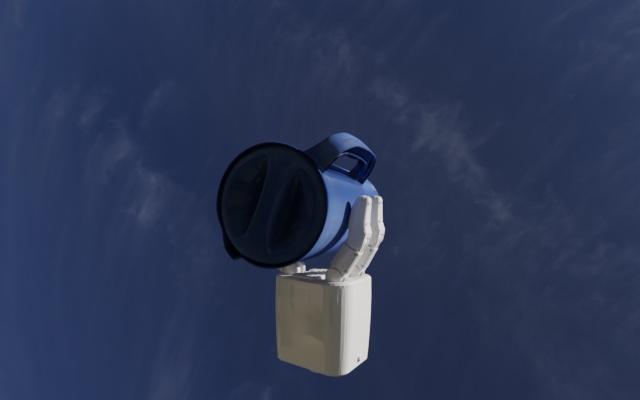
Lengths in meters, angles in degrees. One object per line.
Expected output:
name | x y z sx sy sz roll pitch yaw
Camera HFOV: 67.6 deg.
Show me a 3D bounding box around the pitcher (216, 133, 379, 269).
pitcher | 0.000 0.002 0.597 0.149 0.145 0.243 1 -1 24
